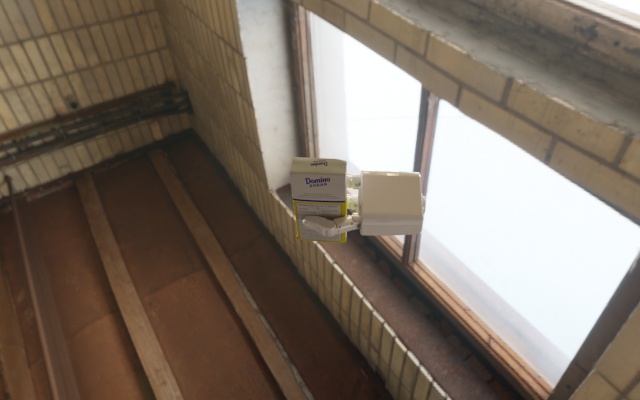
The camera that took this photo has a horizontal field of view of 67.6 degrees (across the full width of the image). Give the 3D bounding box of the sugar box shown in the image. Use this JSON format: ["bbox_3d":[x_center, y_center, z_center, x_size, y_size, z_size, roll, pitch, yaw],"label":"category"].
[{"bbox_3d":[0.000,0.002,0.834,0.093,0.176,0.048,3,45,5],"label":"sugar box"}]
